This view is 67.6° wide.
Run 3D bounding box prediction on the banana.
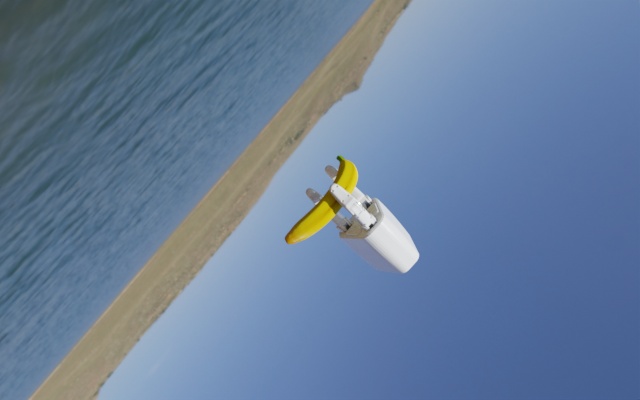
[{"bbox_3d":[0.013,-0.001,0.813,0.037,0.197,0.069,47,-28,-26],"label":"banana"}]
